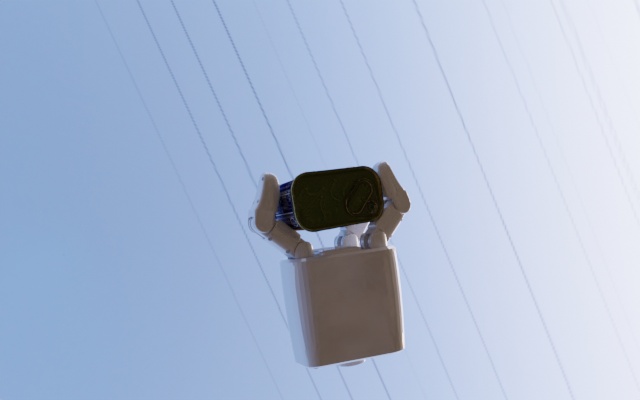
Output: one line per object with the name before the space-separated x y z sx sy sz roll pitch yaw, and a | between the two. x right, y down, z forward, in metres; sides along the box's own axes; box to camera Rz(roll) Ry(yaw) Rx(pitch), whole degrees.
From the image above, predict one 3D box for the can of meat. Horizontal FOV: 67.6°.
can of meat | 0.000 0.002 0.499 0.102 0.057 0.084 -9 -2 -29
